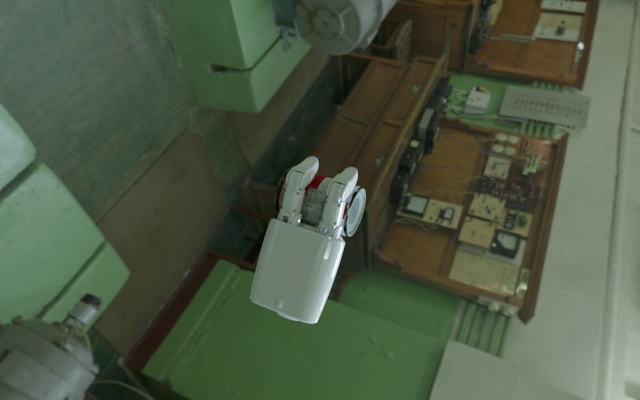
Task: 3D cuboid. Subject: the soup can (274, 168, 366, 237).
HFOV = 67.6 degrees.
[{"bbox_3d":[0.001,0.002,0.625,0.102,0.068,0.068,16,6,19],"label":"soup can"}]
